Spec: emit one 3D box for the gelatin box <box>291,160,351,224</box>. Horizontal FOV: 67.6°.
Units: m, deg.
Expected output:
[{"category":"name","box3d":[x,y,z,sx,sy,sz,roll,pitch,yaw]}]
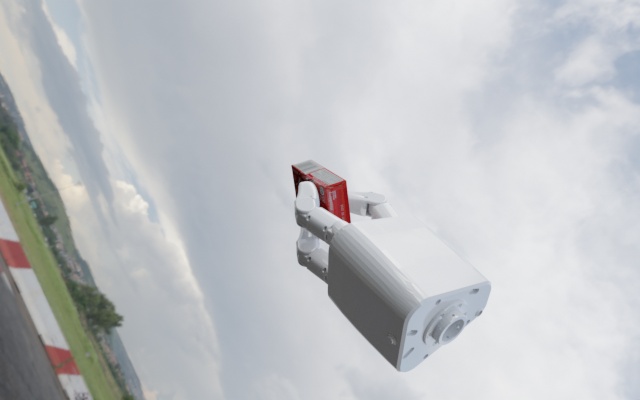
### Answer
[{"category":"gelatin box","box3d":[0.000,0.002,0.540,0.030,0.073,0.089,-18,27,-22]}]
